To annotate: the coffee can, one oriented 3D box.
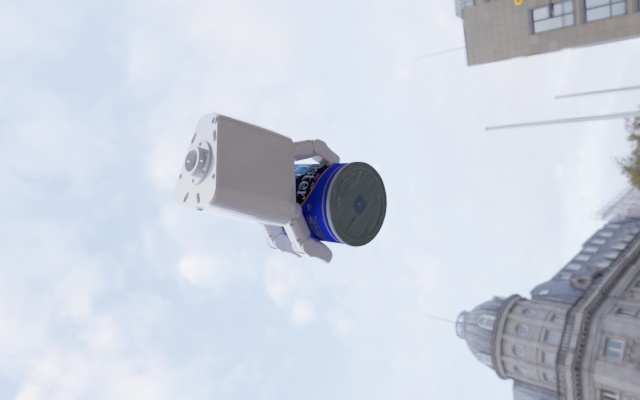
[{"bbox_3d":[0.000,0.002,0.621,0.103,0.103,0.140,0,2,-43],"label":"coffee can"}]
